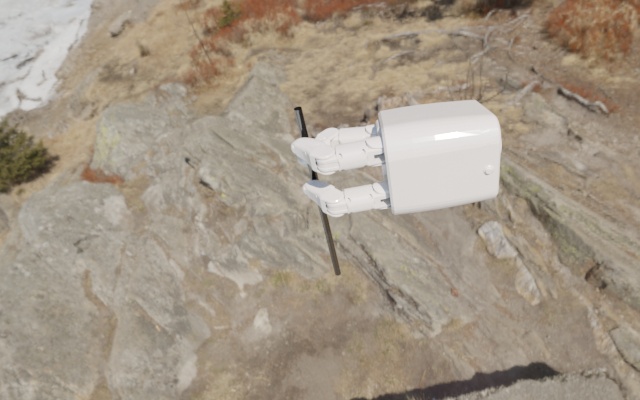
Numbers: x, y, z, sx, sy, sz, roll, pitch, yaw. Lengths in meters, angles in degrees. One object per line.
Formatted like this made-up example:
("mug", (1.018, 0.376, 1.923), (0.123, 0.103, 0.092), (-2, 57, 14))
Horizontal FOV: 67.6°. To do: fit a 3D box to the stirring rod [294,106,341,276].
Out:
("stirring rod", (0.000, 0.002, 0.544), (0.011, 0.240, 0.011), (-8, 38, 7))
